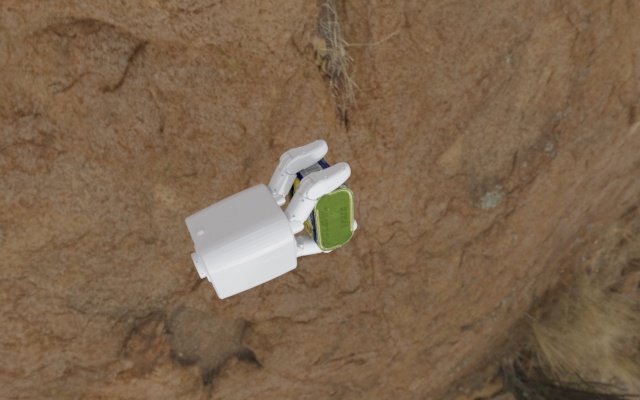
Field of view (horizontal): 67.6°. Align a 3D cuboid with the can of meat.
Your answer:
[{"bbox_3d":[0.000,0.002,0.609,0.057,0.102,0.084,-20,43,-17],"label":"can of meat"}]
